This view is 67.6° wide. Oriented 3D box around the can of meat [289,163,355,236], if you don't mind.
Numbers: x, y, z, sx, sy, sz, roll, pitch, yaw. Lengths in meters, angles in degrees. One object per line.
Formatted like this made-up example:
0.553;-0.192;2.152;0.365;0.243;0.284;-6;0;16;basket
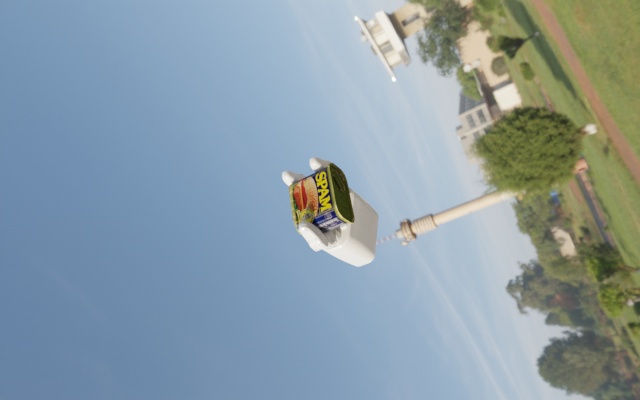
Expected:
0.000;0.003;0.773;0.084;0.102;0.057;-24;-32;25;can of meat
